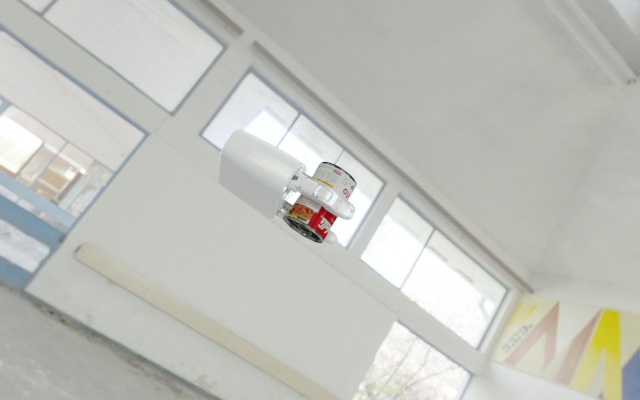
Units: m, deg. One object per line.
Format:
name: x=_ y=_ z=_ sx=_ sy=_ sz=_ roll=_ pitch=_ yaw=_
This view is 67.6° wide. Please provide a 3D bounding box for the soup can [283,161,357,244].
soup can: x=0.001 y=0.002 z=0.699 sx=0.068 sy=0.102 sz=0.068 roll=30 pitch=-16 yaw=10
